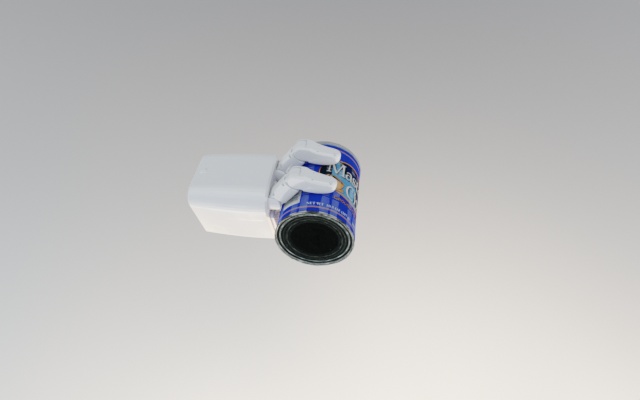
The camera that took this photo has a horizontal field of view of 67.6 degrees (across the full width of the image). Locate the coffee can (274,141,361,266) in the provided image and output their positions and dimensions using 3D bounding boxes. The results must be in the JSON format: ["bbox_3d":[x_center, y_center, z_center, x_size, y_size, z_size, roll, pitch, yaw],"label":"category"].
[{"bbox_3d":[0.000,0.002,0.650,0.103,0.103,0.140,0,44,9],"label":"coffee can"}]
